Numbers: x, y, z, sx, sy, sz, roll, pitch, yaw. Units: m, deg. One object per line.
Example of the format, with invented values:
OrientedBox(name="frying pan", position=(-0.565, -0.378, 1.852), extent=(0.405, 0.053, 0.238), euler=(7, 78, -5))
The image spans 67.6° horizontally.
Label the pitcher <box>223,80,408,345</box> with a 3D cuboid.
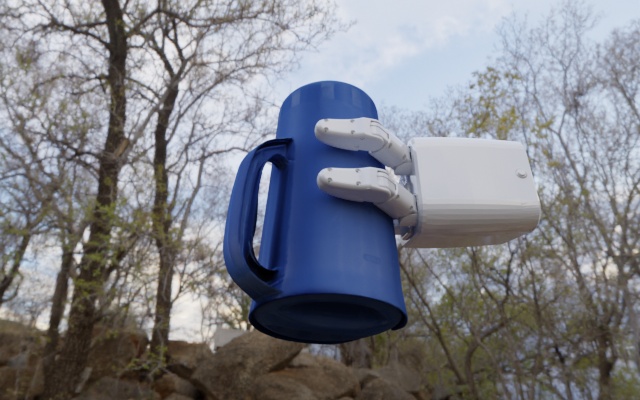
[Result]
OrientedBox(name="pitcher", position=(0.000, 0.002, 0.452), extent=(0.145, 0.242, 0.149), euler=(-1, -32, 2))
